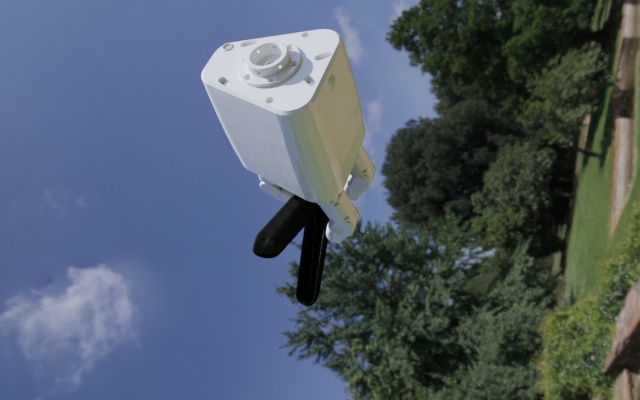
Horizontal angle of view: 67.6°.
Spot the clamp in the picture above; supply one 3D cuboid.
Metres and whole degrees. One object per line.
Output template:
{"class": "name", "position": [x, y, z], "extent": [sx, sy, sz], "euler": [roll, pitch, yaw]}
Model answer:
{"class": "clamp", "position": [-0.001, 0.001, 0.498], "extent": [0.036, 0.210, 0.165], "euler": [13, -30, 18]}
